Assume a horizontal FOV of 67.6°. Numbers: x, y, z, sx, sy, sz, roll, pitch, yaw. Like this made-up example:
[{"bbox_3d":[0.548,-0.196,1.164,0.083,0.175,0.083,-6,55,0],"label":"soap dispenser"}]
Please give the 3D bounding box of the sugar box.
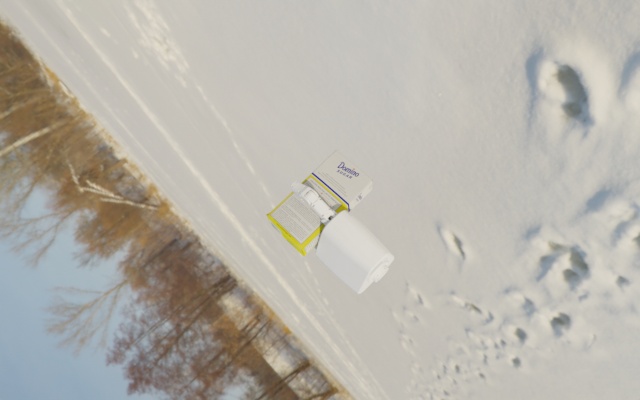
[{"bbox_3d":[0.000,0.003,0.840,0.093,0.176,0.048,42,-15,20],"label":"sugar box"}]
